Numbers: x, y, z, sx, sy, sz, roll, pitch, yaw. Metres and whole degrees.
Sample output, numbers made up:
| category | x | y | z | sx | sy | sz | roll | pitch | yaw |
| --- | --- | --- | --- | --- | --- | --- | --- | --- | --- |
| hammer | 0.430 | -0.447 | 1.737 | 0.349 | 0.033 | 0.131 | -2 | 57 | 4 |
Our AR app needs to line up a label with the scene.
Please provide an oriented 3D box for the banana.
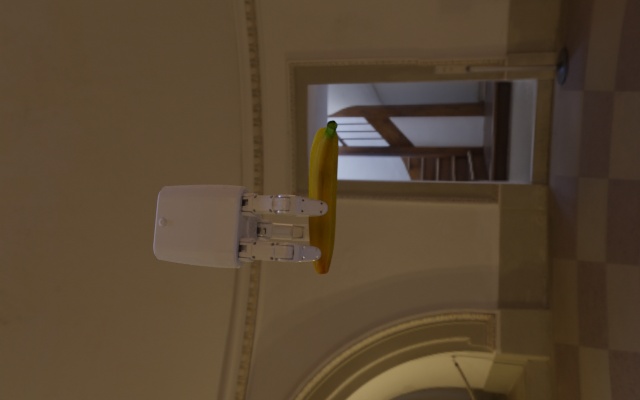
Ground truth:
| category | x | y | z | sx | sy | sz | roll | pitch | yaw |
| --- | --- | --- | --- | --- | --- | --- | --- | --- | --- |
| banana | 0.002 | -0.007 | 0.603 | 0.037 | 0.198 | 0.069 | 3 | 19 | 5 |
